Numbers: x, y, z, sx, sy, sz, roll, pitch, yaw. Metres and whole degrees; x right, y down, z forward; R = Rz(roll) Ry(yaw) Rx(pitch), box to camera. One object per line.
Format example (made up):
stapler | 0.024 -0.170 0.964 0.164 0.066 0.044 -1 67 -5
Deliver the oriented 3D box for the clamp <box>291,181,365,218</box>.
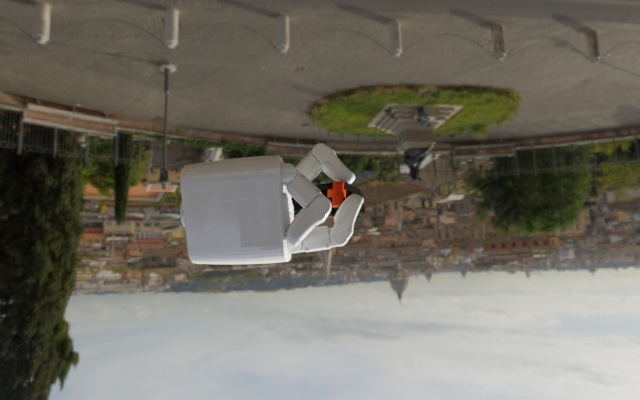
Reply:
clamp | 0.000 0.003 0.608 0.120 0.039 0.171 -5 -10 2
